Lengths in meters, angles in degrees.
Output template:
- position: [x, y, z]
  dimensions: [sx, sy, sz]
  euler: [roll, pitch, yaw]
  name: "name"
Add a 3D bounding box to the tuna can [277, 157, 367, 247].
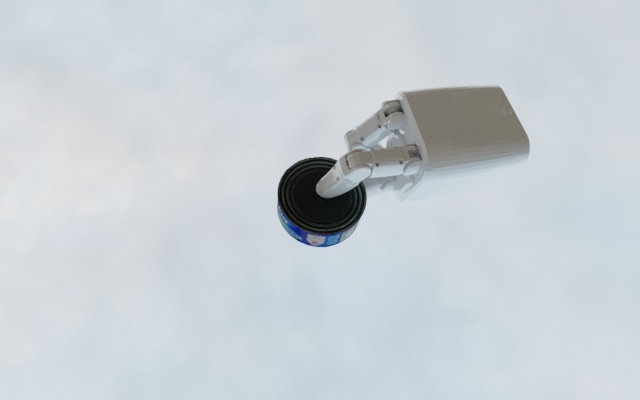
- position: [0.000, 0.002, 0.467]
  dimensions: [0.086, 0.086, 0.034]
  euler: [0, -29, -8]
  name: "tuna can"
